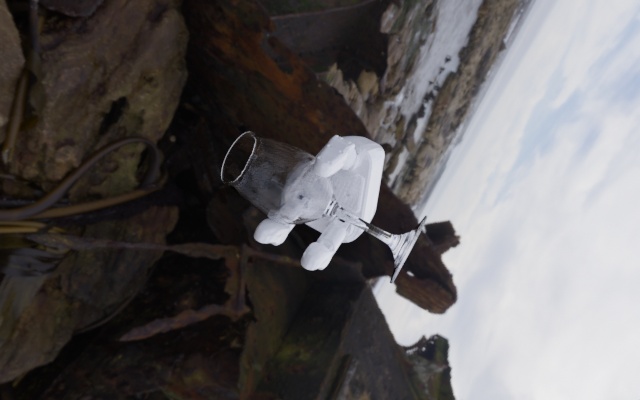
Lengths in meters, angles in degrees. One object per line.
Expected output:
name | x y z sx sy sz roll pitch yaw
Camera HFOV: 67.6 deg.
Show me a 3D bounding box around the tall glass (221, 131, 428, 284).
tall glass | 0.001 0.002 0.480 0.201 0.079 0.079 28 6 11
